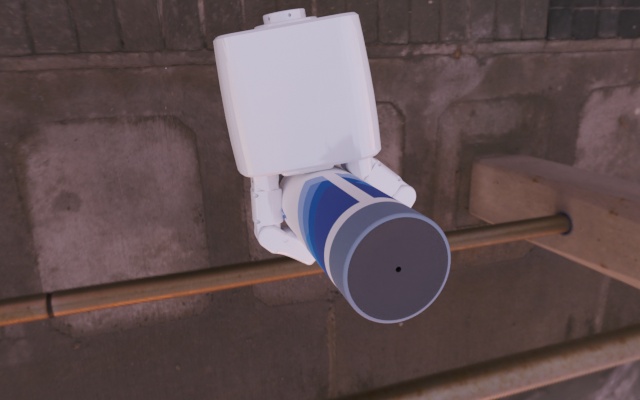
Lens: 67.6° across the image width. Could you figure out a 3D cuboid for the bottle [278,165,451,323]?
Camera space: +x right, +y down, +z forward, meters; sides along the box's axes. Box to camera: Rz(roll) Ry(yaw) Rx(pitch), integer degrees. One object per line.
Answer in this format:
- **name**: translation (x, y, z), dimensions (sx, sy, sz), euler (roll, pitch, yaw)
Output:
- **bottle**: translation (0.000, 0.001, 0.400), dimensions (0.069, 0.069, 0.295), euler (0, 15, -18)
